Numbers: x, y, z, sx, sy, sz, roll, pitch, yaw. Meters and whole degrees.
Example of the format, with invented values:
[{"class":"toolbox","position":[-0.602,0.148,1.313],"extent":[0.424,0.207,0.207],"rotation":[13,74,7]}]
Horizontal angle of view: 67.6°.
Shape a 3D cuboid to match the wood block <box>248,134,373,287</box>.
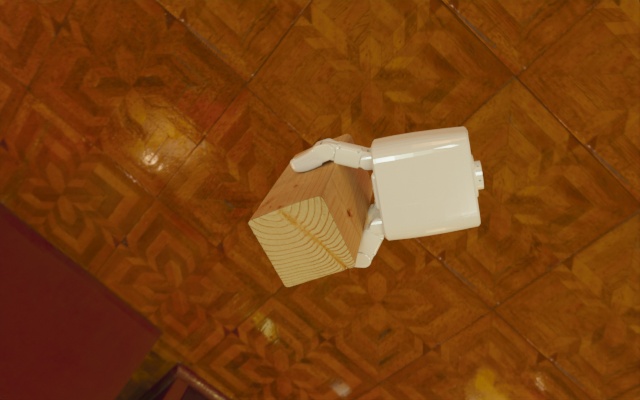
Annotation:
[{"class":"wood block","position":[0.000,0.002,0.591],"extent":[0.090,0.091,0.206],"rotation":[-20,19,20]}]
